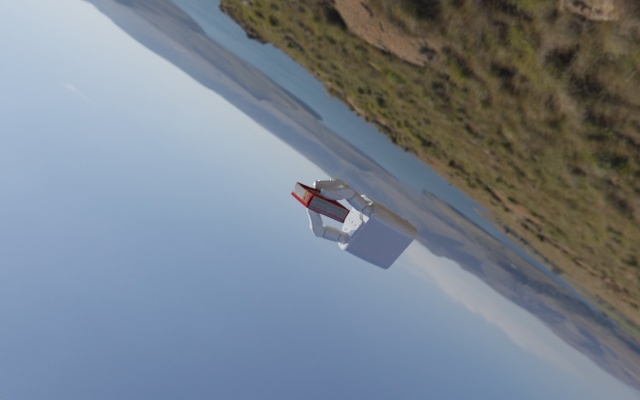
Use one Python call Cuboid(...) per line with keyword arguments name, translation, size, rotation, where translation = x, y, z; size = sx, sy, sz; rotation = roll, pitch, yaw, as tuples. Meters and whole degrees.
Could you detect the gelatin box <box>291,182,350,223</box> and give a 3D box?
Cuboid(name="gelatin box", translation=(0.000, 0.003, 0.874), size=(0.089, 0.030, 0.073), rotation=(23, 9, -32))
